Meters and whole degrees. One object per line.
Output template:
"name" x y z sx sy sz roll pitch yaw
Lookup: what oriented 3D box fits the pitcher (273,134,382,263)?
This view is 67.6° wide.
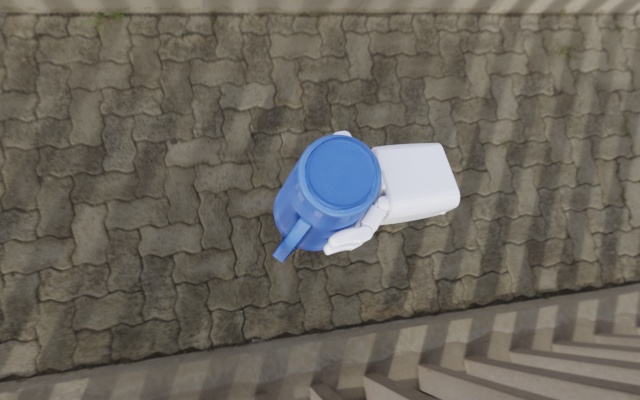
"pitcher" 0.000 0.002 0.697 0.145 0.149 0.243 -6 -12 -11
